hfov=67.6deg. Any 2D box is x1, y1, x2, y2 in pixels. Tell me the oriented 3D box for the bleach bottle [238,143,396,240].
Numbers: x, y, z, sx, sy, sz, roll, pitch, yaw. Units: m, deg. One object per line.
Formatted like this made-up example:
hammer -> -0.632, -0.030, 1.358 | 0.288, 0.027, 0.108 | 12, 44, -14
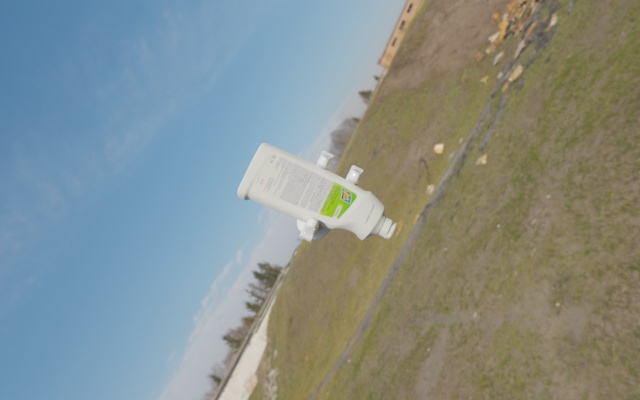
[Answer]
bleach bottle -> 0.000, 0.002, 0.776 | 0.251, 0.102, 0.068 | 26, -3, 2
